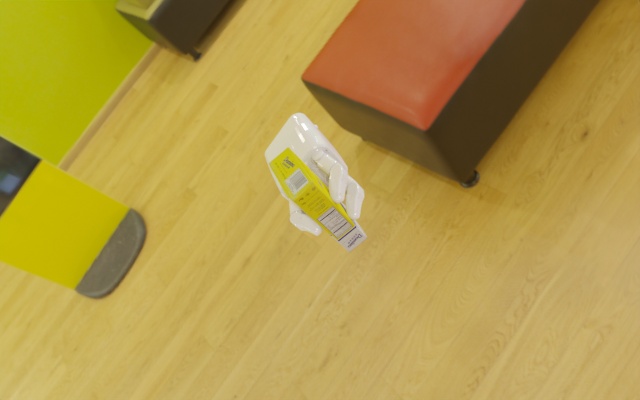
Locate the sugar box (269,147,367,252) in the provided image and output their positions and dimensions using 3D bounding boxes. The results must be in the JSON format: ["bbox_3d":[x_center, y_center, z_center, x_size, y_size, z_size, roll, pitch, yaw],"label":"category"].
[{"bbox_3d":[0.000,0.002,0.731,0.176,0.048,0.093,41,12,-47],"label":"sugar box"}]
